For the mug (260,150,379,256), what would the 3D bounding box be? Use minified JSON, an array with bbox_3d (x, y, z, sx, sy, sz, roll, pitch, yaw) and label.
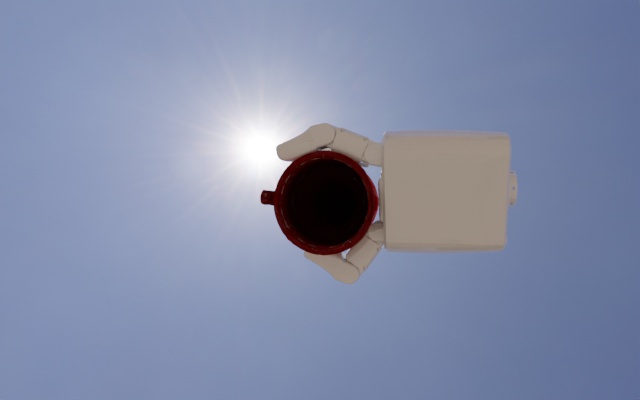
[{"bbox_3d":[-0.001,0.002,0.464,0.117,0.093,0.081,2,1,14],"label":"mug"}]
